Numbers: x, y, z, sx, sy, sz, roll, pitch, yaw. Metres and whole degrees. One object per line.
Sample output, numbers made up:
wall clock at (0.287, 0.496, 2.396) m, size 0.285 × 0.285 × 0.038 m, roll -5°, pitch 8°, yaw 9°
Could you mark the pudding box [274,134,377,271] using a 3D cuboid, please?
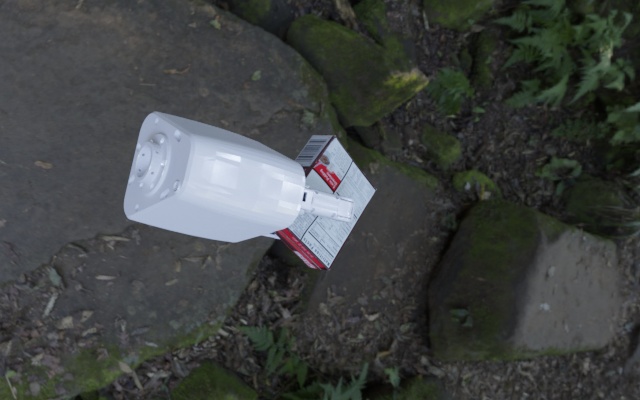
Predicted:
pudding box at (0.000, 0.002, 0.493) m, size 0.039 × 0.113 × 0.090 m, roll 7°, pitch -35°, yaw 49°
